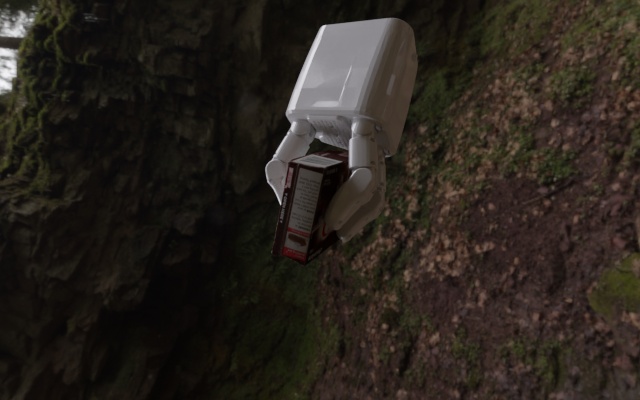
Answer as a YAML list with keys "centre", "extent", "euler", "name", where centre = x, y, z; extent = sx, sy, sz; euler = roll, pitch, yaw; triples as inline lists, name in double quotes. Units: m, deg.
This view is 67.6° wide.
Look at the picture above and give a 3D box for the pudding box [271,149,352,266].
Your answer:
- centre: [0.000, 0.001, 0.454]
  extent: [0.039, 0.090, 0.113]
  euler: [16, 16, 20]
  name: "pudding box"
